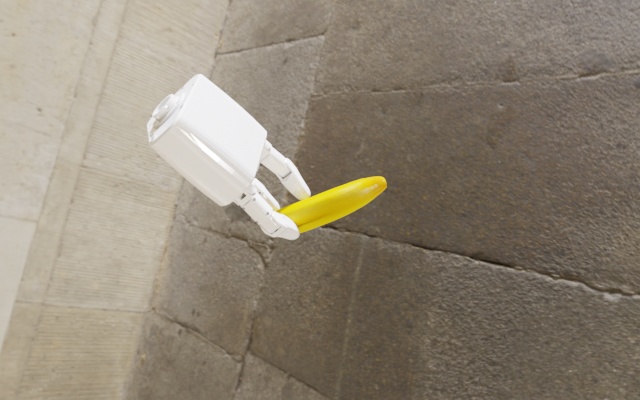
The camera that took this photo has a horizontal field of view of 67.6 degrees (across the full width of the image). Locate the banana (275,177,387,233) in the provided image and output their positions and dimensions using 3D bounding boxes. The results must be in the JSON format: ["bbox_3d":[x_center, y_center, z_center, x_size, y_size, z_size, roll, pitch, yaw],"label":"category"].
[{"bbox_3d":[-0.010,0.012,0.608,0.198,0.037,0.069,-19,17,36],"label":"banana"}]
